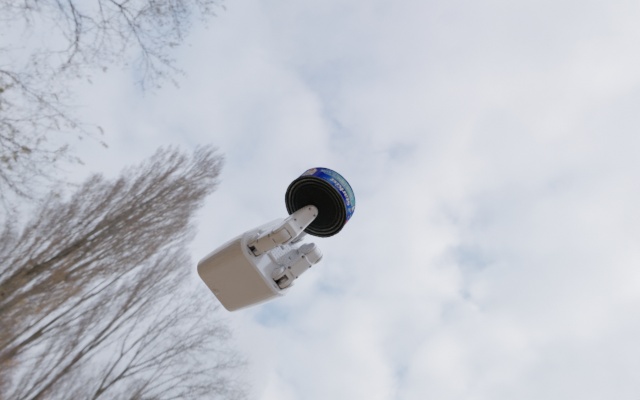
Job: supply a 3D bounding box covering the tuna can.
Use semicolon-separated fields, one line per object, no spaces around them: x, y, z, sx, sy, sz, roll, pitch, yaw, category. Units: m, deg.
0.000;0.002;0.600;0.086;0.086;0.033;0;26;30;tuna can
